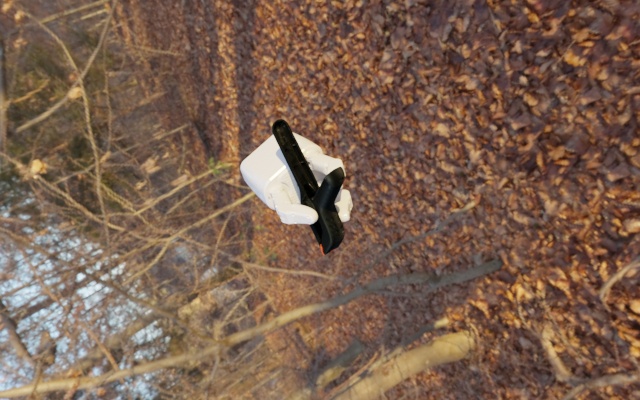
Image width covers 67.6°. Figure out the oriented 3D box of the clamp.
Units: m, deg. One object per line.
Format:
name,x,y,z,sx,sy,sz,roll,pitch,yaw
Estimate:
clamp,-0.001,0.003,0.663,0.036,0.210,0.164,-28,35,-16
